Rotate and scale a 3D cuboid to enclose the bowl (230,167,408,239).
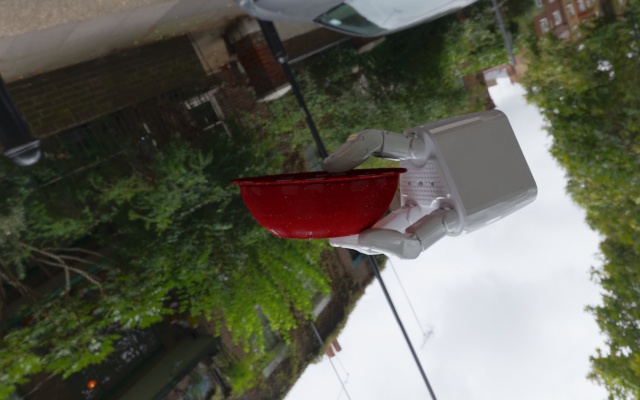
[{"bbox_3d":[-0.001,0.002,0.442,0.162,0.055,0.162,-3,5,0],"label":"bowl"}]
